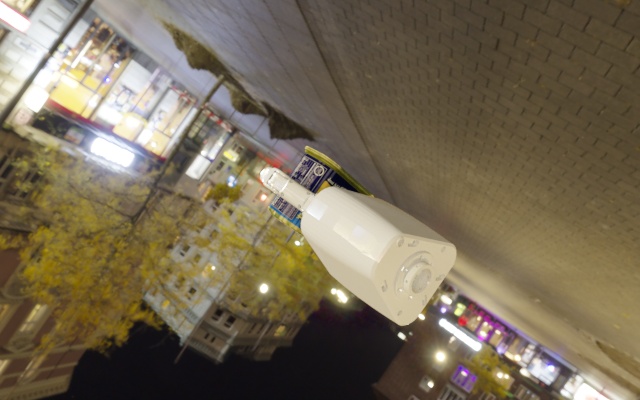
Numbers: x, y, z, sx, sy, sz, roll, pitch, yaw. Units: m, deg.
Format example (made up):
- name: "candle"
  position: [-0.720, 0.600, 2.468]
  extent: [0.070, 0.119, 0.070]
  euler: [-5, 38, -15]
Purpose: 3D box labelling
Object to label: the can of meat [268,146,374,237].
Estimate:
- name: "can of meat"
  position: [0.000, 0.002, 0.541]
  extent: [0.057, 0.084, 0.102]
  euler: [33, -2, 44]
